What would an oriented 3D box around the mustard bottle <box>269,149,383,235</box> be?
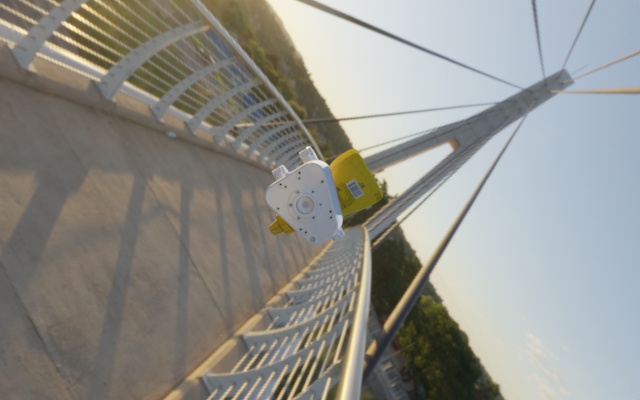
[{"bbox_3d":[0.000,0.002,0.789,0.191,0.096,0.058,-31,26,5],"label":"mustard bottle"}]
